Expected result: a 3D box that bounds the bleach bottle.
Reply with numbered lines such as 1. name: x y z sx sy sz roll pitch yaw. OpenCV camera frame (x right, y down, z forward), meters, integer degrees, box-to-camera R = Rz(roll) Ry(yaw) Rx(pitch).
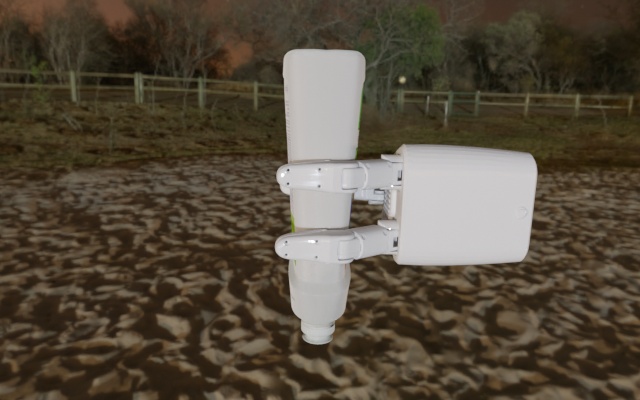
1. bleach bottle: 0.000 0.001 0.422 0.068 0.251 0.102 1 12 -1
